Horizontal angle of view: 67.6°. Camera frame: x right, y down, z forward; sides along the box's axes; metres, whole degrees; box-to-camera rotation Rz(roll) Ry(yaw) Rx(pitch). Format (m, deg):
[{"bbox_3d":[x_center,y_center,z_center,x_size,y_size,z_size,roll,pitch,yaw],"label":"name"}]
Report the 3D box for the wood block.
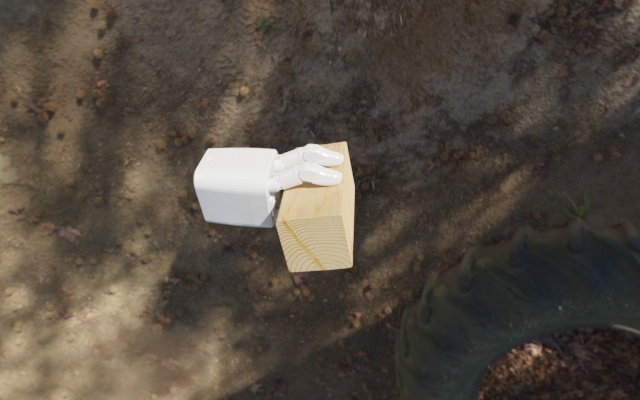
[{"bbox_3d":[0.000,0.003,0.713,0.090,0.091,0.206,-6,33,9],"label":"wood block"}]
